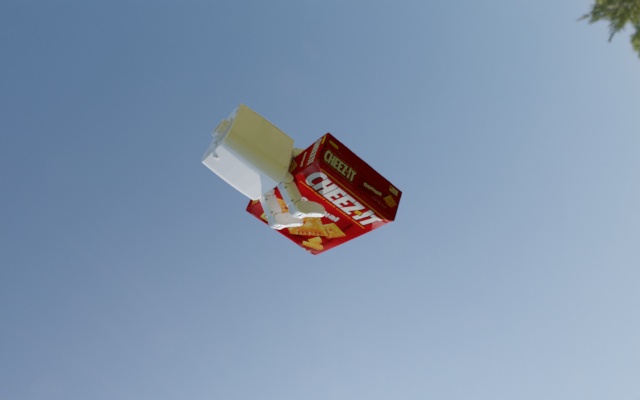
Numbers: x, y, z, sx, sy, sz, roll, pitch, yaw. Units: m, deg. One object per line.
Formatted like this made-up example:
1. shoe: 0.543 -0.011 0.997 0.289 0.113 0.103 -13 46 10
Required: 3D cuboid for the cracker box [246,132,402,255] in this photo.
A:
1. cracker box: 0.000 0.003 0.800 0.164 0.072 0.214 36 -39 -21
